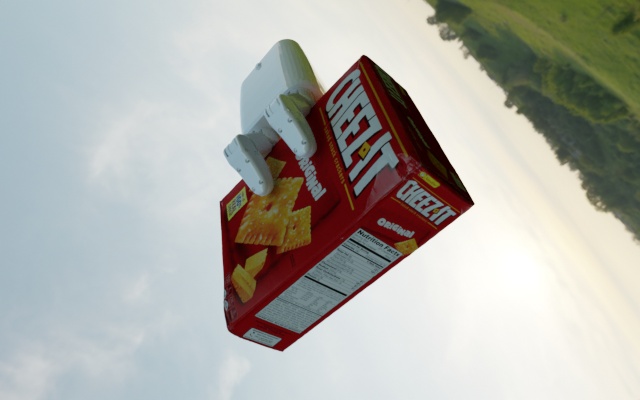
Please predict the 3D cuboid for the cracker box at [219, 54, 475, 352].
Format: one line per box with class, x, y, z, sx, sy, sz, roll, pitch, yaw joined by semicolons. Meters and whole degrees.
cracker box;0.000;0.002;0.416;0.072;0.164;0.214;30;-61;-34
